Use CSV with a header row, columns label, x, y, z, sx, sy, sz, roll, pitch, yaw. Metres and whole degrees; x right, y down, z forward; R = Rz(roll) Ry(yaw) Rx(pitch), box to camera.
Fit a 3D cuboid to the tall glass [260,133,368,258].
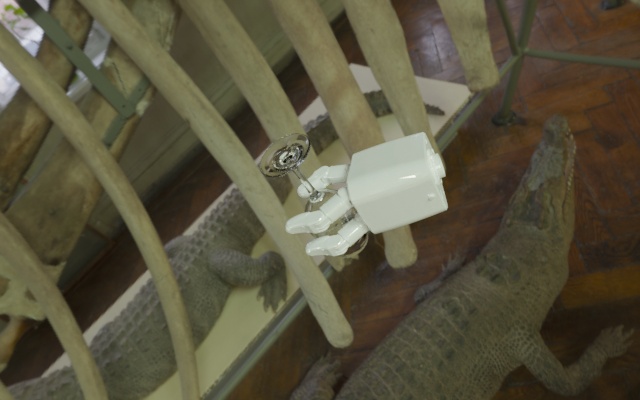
label,x,y,z,sx,sy,sz,roll,pitch,yaw
tall glass,0.000,0.002,0.668,0.079,0.079,0.201,0,-37,35
